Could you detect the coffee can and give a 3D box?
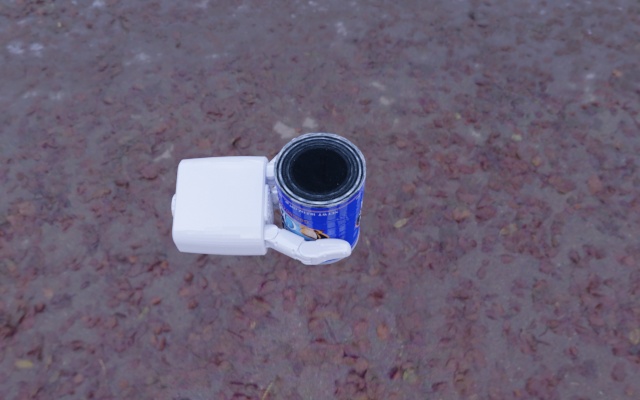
[{"bbox_3d":[0.000,0.002,0.582,0.103,0.102,0.140,0,-33,1],"label":"coffee can"}]
